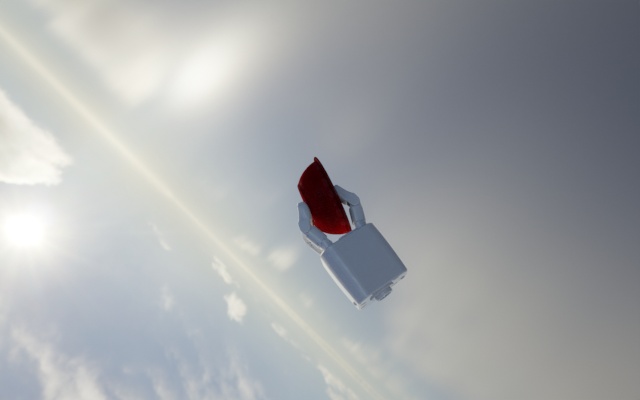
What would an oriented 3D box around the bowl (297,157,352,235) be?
[{"bbox_3d":[-0.001,0.002,0.885,0.055,0.162,0.162,-25,2,-4],"label":"bowl"}]
